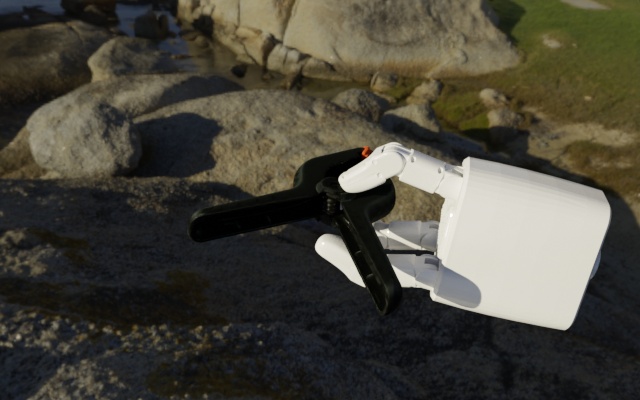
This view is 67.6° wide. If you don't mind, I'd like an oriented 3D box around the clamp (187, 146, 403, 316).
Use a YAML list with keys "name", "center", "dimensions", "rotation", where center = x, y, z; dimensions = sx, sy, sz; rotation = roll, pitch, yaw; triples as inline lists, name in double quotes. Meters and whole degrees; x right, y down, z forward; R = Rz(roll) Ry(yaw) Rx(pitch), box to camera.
- name: "clamp"
  center: [0.001, 0.000, 0.410]
  dimensions: [0.164, 0.036, 0.210]
  rotation: [16, 32, 8]
